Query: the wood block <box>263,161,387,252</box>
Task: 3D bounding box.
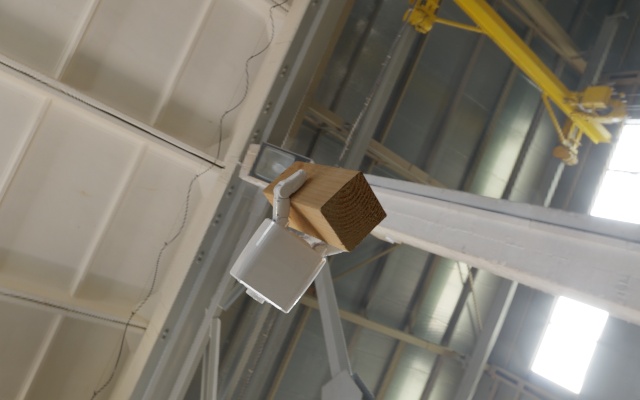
[{"bbox_3d":[0.000,0.003,0.788,0.090,0.091,0.206,-42,27,-18],"label":"wood block"}]
